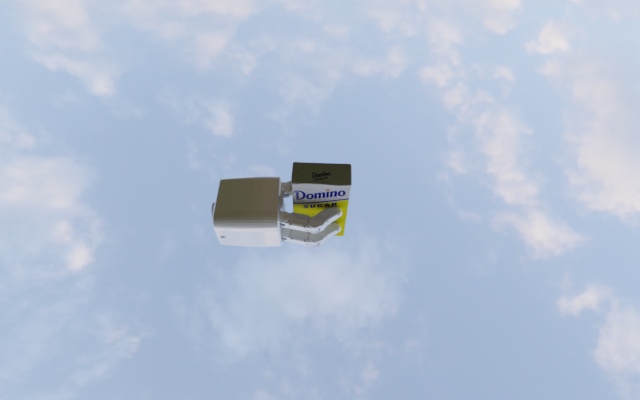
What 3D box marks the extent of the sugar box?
[{"bbox_3d":[0.000,0.003,0.796,0.093,0.048,0.176,2,-28,0],"label":"sugar box"}]
